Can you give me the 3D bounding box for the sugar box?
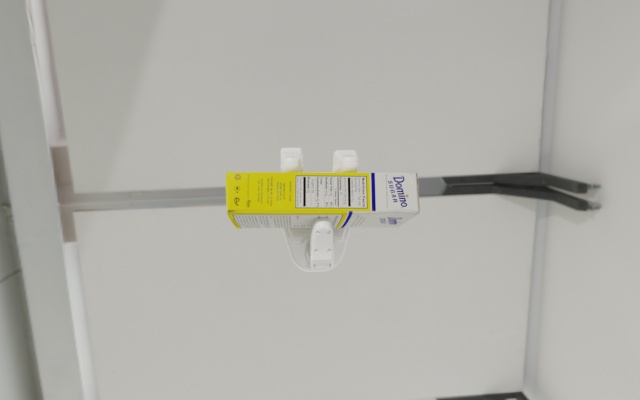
[{"bbox_3d":[0.000,0.001,0.473,0.176,0.048,0.093,-2,-11,-4],"label":"sugar box"}]
